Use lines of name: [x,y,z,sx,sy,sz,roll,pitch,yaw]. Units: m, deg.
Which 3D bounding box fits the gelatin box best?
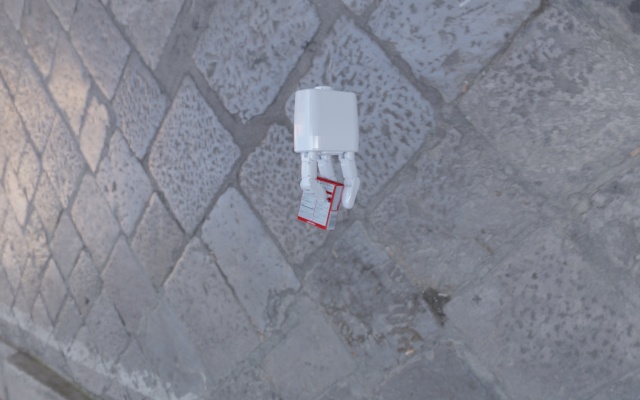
gelatin box: [0.000,0.003,0.878,0.073,0.089,0.030,19,10,37]
